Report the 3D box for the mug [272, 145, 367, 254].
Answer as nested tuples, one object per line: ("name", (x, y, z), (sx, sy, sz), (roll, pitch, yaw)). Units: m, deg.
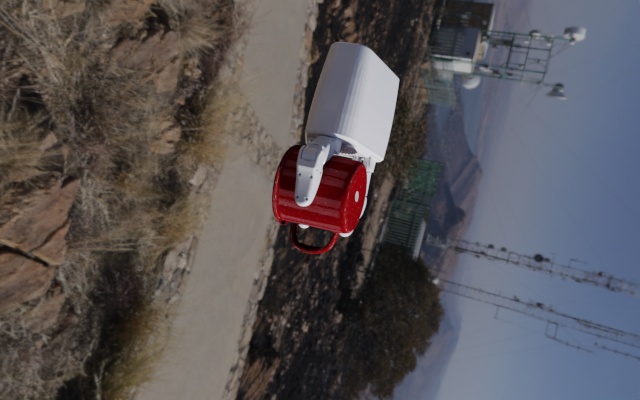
("mug", (0.000, 0.003, 0.531), (0.081, 0.117, 0.093), (12, -2, 19))
